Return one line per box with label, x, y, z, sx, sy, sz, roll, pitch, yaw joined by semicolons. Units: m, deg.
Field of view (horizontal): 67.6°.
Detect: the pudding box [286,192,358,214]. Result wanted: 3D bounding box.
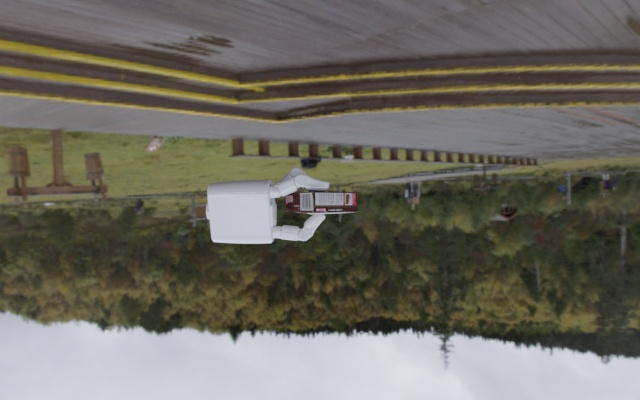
pudding box;0.000;0.003;0.846;0.090;0.039;0.113;-1;2;-28
